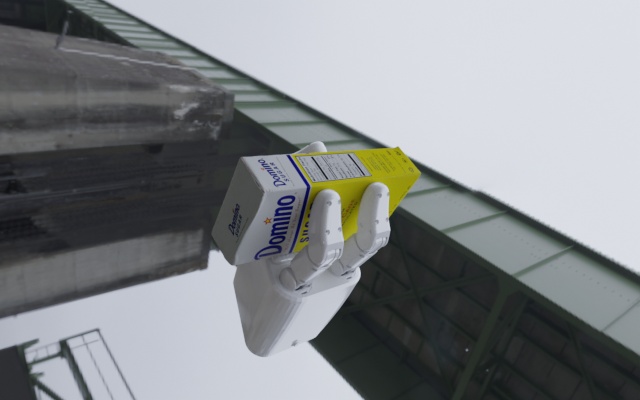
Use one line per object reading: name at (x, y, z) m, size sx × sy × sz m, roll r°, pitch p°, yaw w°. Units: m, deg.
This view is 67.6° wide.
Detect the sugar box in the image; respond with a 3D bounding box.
sugar box at (0.000, 0.002, 0.427) m, size 0.176 × 0.048 × 0.093 m, roll -12°, pitch -36°, yaw -39°
